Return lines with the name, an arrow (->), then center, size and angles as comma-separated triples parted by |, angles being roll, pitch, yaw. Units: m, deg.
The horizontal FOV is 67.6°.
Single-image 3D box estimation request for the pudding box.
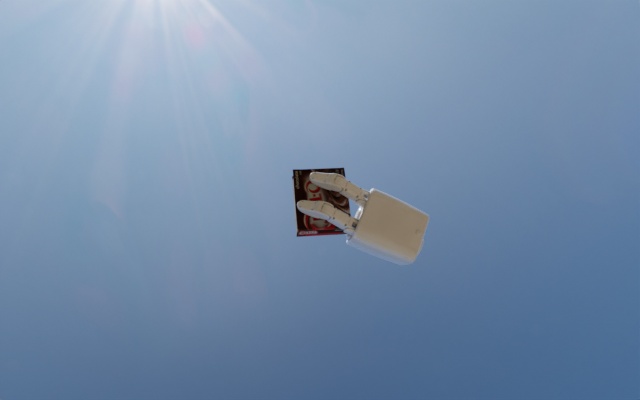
pudding box -> 0.000, 0.003, 0.800 | 0.090, 0.113, 0.039 | -2, -24, -9
